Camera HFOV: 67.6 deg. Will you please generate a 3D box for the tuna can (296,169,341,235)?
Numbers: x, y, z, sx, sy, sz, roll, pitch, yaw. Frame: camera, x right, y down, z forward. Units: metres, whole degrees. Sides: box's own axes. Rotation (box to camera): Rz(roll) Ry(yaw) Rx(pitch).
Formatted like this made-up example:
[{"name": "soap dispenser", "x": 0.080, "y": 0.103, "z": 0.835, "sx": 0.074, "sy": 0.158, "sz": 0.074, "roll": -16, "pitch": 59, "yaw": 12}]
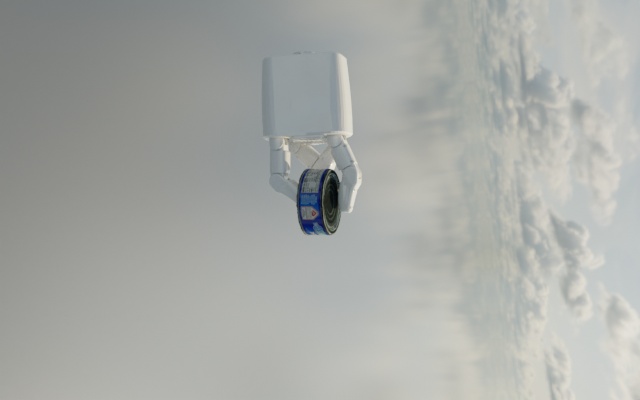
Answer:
[{"name": "tuna can", "x": 0.001, "y": 0.002, "z": 0.607, "sx": 0.034, "sy": 0.086, "sz": 0.086, "roll": 0, "pitch": 0, "yaw": 19}]
